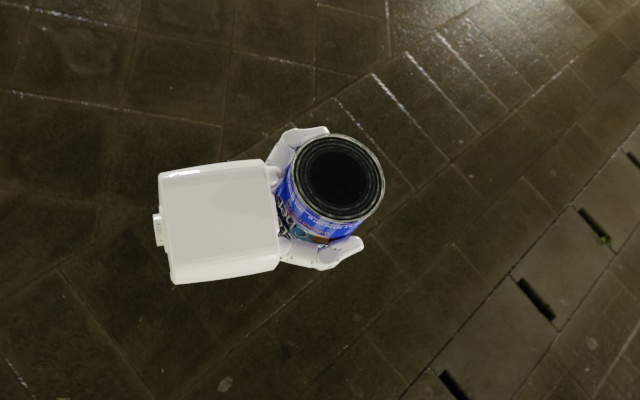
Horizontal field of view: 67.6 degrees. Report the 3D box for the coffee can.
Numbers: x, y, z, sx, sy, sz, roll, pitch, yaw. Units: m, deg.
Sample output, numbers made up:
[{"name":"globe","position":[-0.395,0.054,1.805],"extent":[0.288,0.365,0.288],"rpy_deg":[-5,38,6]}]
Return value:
[{"name":"coffee can","position":[0.000,0.002,0.553],"extent":[0.103,0.102,0.140],"rpy_deg":[0,-22,-17]}]
